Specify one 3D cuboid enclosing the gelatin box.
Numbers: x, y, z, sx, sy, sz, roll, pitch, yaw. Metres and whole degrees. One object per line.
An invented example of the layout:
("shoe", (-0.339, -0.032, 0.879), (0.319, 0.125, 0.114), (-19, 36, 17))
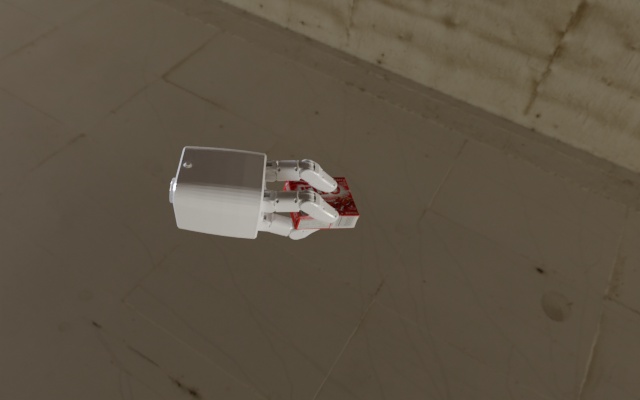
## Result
("gelatin box", (0.000, 0.002, 0.651), (0.089, 0.073, 0.030), (0, -42, -21))
